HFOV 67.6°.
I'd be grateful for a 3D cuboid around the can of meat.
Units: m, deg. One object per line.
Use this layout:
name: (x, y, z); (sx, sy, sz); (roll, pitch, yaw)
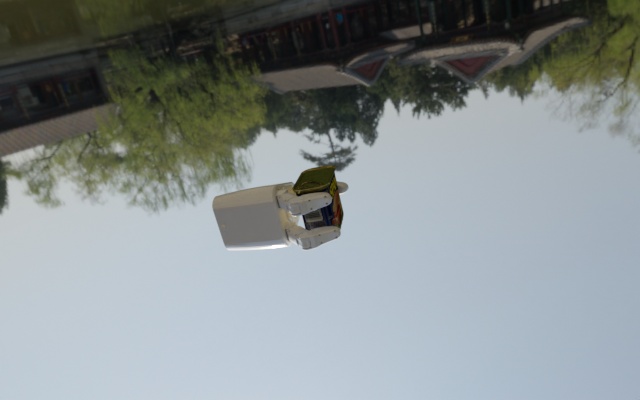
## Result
can of meat: (0.000, 0.003, 0.733); (0.057, 0.084, 0.102); (-9, 20, 12)
